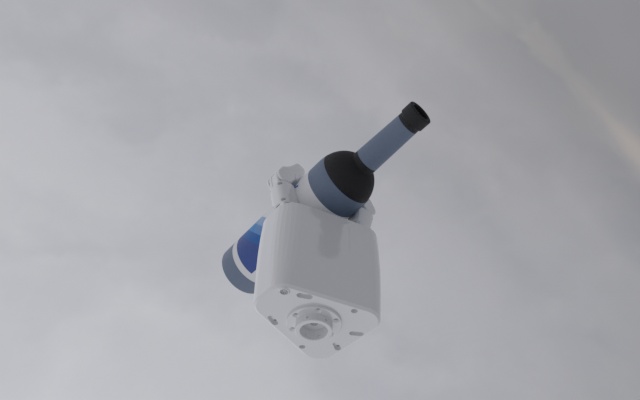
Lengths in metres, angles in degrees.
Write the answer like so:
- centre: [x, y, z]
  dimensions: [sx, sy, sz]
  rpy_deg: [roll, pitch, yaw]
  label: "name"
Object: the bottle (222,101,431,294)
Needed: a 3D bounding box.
- centre: [0.000, 0.002, 0.524]
  dimensions: [0.296, 0.069, 0.069]
  rpy_deg: [-42, -24, 29]
  label: "bottle"
